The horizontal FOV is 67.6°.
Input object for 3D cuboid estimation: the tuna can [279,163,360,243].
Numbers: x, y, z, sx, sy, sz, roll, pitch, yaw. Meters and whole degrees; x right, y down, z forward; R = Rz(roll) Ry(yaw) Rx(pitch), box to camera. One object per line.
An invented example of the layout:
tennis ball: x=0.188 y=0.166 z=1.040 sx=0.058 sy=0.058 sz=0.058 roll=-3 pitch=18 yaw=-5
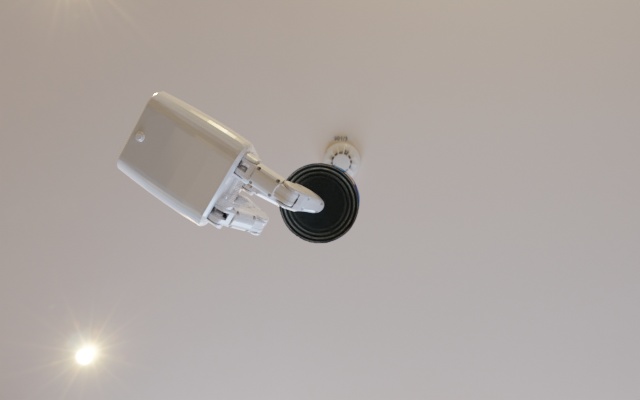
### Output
tuna can: x=0.000 y=0.002 z=0.520 sx=0.086 sy=0.086 sz=0.034 roll=0 pitch=6 yaw=8
